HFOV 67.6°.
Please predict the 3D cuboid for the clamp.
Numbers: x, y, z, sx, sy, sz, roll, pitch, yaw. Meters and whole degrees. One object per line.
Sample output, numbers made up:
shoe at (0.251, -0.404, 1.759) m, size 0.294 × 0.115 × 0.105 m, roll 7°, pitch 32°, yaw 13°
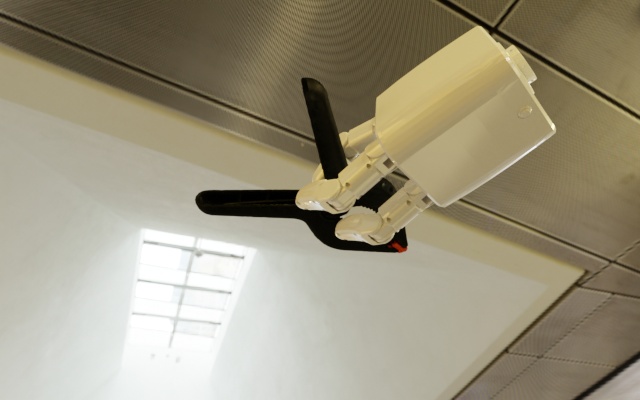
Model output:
clamp at (0.001, 0.001, 0.455) m, size 0.164 × 0.036 × 0.210 m, roll -35°, pitch -54°, yaw 24°
